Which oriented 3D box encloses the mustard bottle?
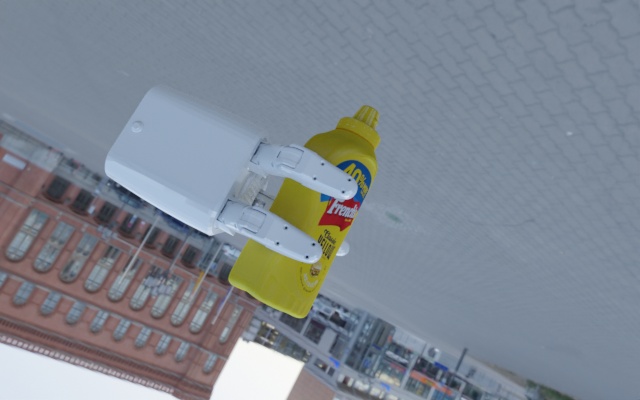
[{"bbox_3d":[0.000,0.002,0.412,0.058,0.191,0.096,21,-13,31],"label":"mustard bottle"}]
